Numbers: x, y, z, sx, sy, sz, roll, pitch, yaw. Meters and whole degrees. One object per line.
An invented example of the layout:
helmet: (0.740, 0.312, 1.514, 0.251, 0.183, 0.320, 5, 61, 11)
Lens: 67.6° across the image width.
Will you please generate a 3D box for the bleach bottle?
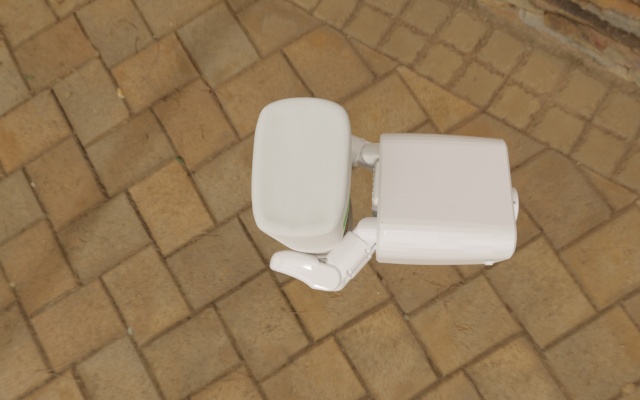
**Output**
bleach bottle: (0.000, 0.002, 0.439, 0.068, 0.102, 0.251, 2, -11, 7)
